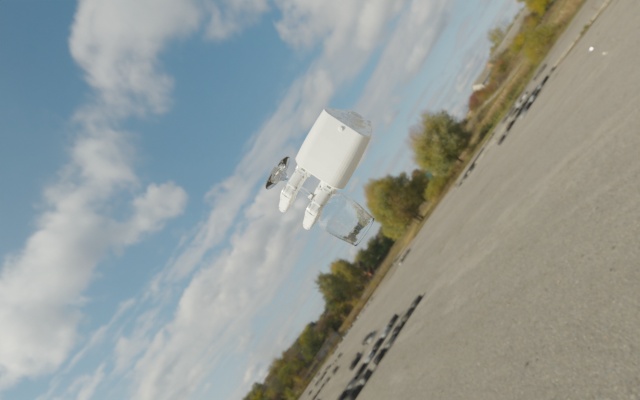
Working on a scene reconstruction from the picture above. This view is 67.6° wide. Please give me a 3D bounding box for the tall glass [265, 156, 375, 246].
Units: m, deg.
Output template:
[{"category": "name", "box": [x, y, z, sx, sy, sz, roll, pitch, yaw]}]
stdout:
[{"category": "tall glass", "box": [0.000, 0.003, 0.880, 0.201, 0.079, 0.079, 35, 7, 10]}]
